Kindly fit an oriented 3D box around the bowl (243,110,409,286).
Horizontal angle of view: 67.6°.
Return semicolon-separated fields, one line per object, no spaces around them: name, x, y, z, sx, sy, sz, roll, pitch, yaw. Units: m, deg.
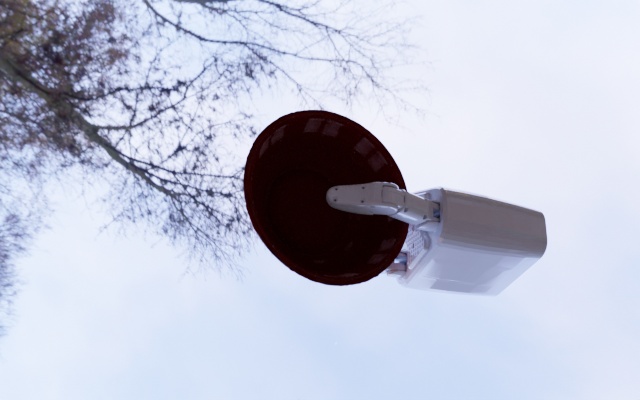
bowl;-0.001;0.001;0.435;0.162;0.162;0.055;0;-18;-27
